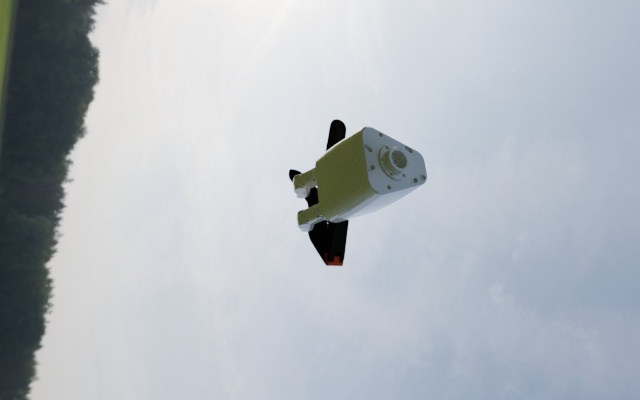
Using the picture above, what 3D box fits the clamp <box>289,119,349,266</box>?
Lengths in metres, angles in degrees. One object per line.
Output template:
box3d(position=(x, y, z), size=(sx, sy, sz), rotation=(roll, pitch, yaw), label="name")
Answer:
box3d(position=(0.001, 0.003, 0.737), size=(0.036, 0.210, 0.164), rotation=(5, -22, -29), label="clamp")
